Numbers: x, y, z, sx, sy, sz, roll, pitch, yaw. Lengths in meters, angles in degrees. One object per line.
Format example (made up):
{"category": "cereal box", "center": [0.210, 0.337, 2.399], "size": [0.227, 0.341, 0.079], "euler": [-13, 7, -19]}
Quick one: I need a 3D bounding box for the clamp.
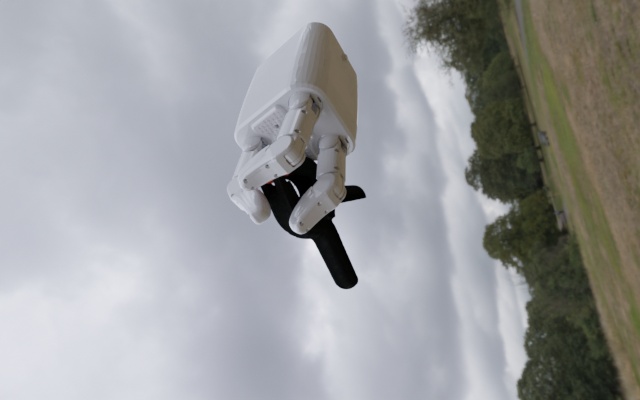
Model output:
{"category": "clamp", "center": [-0.001, 0.002, 0.484], "size": [0.039, 0.120, 0.172], "euler": [-13, -42, 26]}
